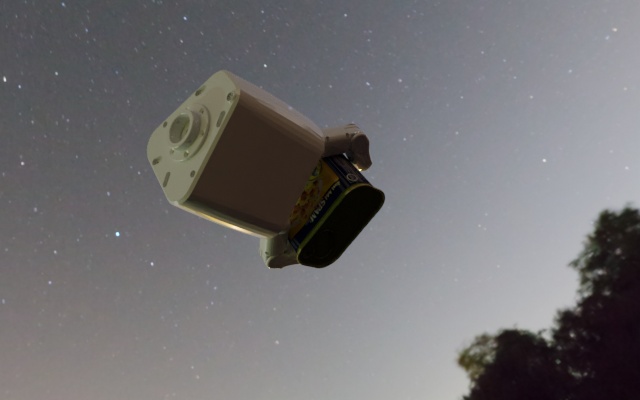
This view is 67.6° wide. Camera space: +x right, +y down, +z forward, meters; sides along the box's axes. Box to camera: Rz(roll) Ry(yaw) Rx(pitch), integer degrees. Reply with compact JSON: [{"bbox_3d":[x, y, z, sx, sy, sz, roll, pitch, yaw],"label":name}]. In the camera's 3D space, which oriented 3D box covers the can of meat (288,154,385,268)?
[{"bbox_3d":[0.000,0.001,0.477,0.057,0.102,0.084,19,25,-48],"label":"can of meat"}]
